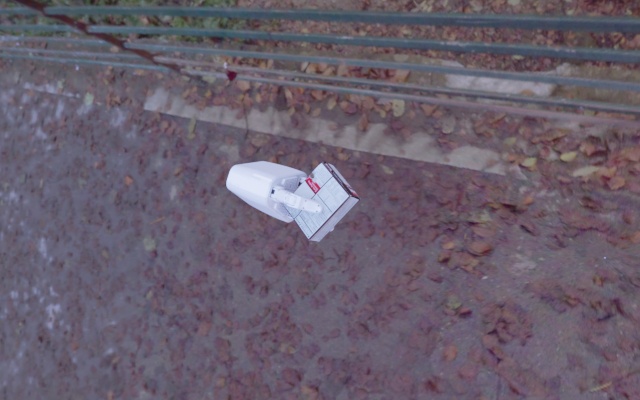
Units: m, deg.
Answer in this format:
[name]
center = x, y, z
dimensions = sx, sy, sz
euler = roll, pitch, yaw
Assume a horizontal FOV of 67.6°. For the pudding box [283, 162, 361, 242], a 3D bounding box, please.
[pudding box]
center = 0.000, 0.003, 0.826
dimensions = 0.113, 0.090, 0.039
euler = -48, -28, 18
